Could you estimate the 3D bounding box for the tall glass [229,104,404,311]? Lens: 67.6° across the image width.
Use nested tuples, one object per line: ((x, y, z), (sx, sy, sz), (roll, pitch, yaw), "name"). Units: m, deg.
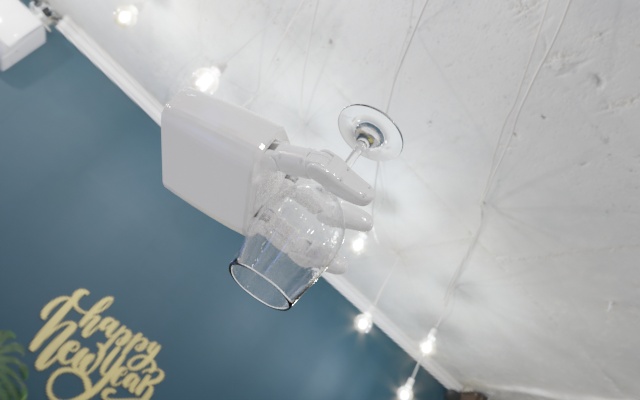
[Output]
((0.001, 0.001, 0.438), (0.079, 0.201, 0.079), (25, -31, 17), "tall glass")
